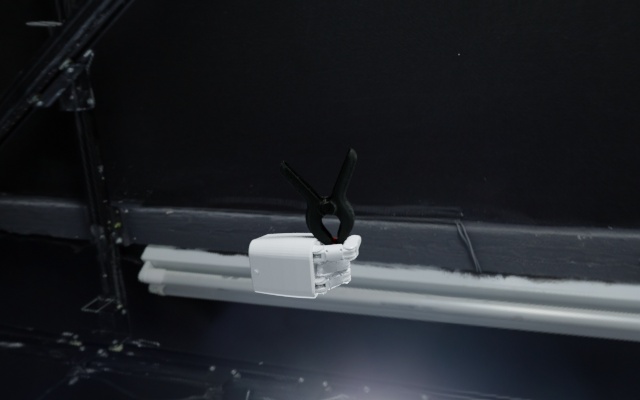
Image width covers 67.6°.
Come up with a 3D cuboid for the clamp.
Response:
[{"bbox_3d":[0.000,0.002,0.759,0.120,0.171,0.039,0,17,10],"label":"clamp"}]
